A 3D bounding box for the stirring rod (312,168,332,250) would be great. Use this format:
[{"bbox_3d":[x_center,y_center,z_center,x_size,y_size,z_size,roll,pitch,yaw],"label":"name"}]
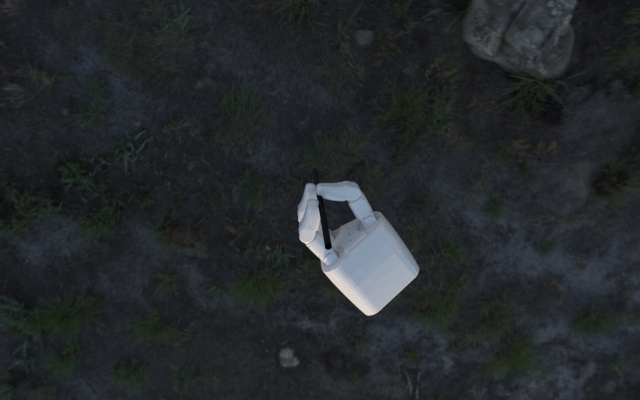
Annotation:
[{"bbox_3d":[0.000,0.002,0.634,0.011,0.011,0.239,0,24,-5],"label":"stirring rod"}]
